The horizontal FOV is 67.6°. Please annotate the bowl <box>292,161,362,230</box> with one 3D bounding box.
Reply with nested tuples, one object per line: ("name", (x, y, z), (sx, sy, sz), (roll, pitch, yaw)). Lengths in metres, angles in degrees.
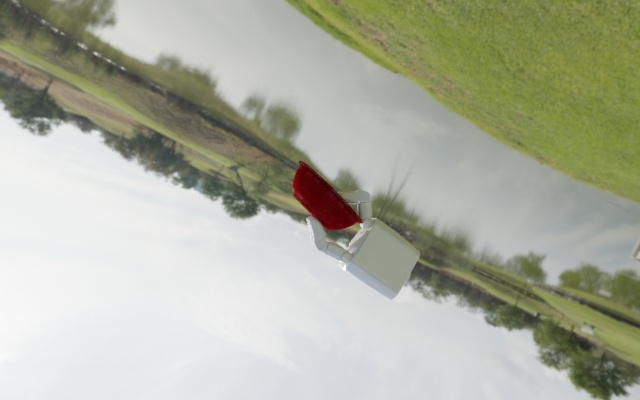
("bowl", (-0.001, 0.002, 0.868), (0.055, 0.162, 0.162), (-45, -3, -3))
